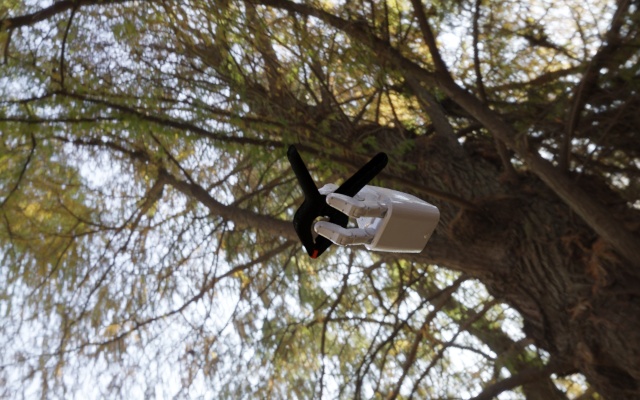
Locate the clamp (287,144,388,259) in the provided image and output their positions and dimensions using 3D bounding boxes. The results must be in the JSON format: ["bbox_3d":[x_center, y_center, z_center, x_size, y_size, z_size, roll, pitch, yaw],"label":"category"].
[{"bbox_3d":[0.000,0.003,0.766,0.164,0.210,0.036,9,30,-25],"label":"clamp"}]
